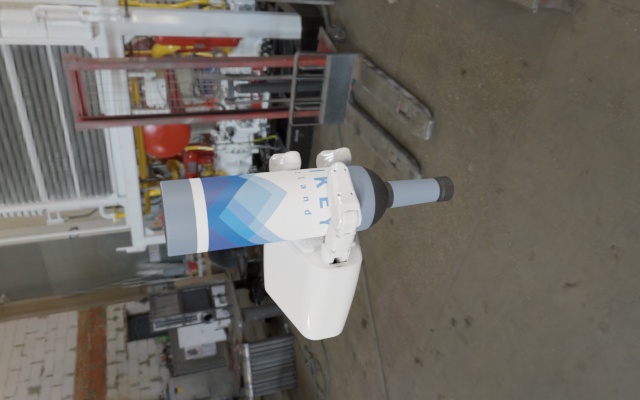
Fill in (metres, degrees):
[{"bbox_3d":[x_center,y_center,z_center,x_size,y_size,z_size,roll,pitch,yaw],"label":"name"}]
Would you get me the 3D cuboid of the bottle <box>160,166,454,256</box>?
[{"bbox_3d":[0.000,0.001,0.469,0.296,0.069,0.069,-6,2,-20],"label":"bottle"}]
